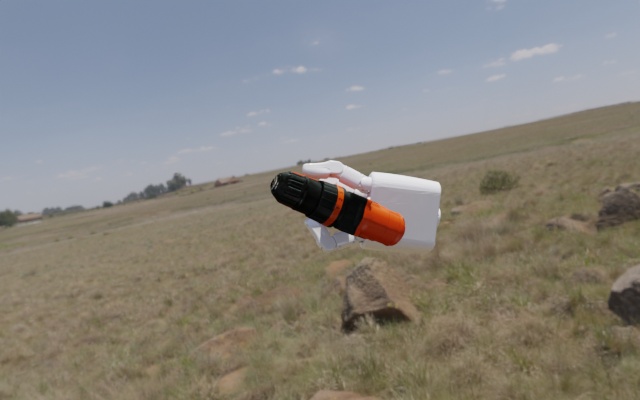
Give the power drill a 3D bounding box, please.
[{"bbox_3d":[0.000,0.002,0.650,0.184,0.057,0.187,24,1,-22],"label":"power drill"}]
